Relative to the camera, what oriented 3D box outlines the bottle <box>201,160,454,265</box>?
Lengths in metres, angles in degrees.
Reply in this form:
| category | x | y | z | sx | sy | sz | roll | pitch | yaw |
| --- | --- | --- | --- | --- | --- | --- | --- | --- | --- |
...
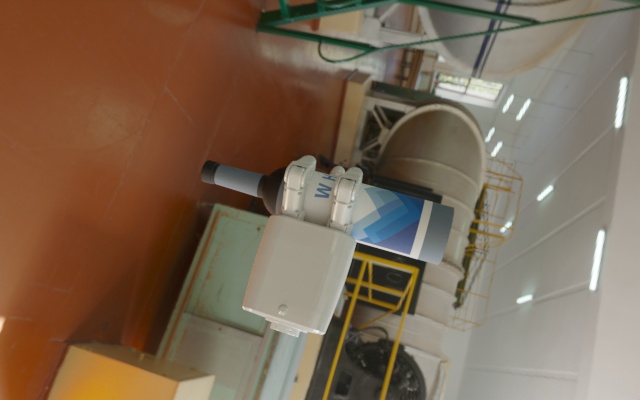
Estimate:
| category | x | y | z | sx | sy | sz | roll | pitch | yaw |
| --- | --- | --- | --- | --- | --- | --- | --- | --- | --- |
| bottle | 0.000 | 0.002 | 0.556 | 0.295 | 0.069 | 0.069 | 15 | 3 | 10 |
